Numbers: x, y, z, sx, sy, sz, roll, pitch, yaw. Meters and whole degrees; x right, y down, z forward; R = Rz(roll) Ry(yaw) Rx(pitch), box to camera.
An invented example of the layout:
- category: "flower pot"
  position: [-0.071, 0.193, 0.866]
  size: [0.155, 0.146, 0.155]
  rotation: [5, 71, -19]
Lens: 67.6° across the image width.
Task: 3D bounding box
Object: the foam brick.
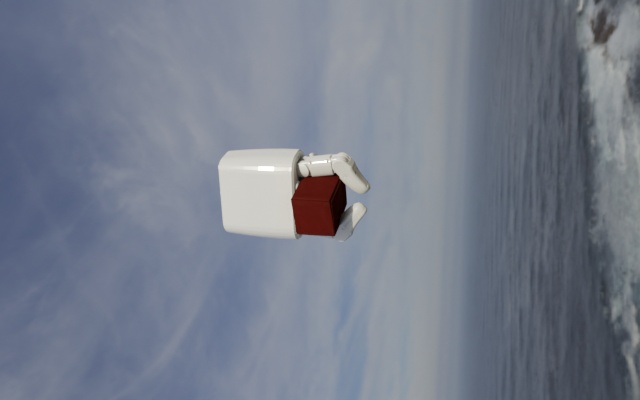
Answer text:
- category: "foam brick"
  position: [0.000, 0.002, 0.602]
  size: [0.051, 0.053, 0.078]
  rotation: [3, 32, 15]
